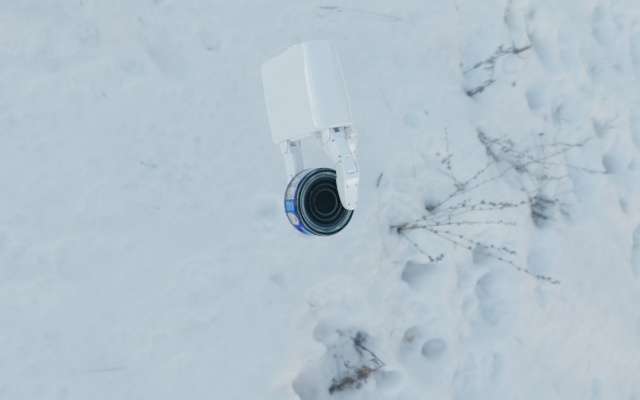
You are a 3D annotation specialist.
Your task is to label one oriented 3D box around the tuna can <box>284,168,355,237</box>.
[{"bbox_3d":[0.000,0.002,0.591,0.086,0.086,0.034,0,0,-29],"label":"tuna can"}]
